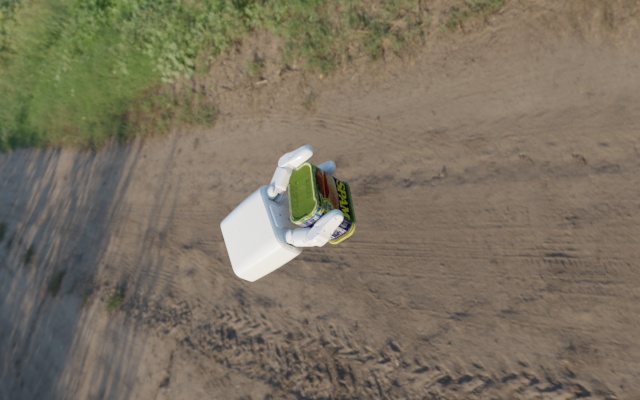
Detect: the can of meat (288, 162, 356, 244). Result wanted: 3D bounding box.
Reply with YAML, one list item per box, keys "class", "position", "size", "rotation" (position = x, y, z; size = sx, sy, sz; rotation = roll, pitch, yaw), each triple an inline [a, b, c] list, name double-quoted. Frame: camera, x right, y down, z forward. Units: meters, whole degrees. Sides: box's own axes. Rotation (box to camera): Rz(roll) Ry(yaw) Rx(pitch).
- class: "can of meat"
  position: [0.000, 0.002, 0.707]
  size: [0.057, 0.102, 0.084]
  rotation: [-33, -43, 30]
